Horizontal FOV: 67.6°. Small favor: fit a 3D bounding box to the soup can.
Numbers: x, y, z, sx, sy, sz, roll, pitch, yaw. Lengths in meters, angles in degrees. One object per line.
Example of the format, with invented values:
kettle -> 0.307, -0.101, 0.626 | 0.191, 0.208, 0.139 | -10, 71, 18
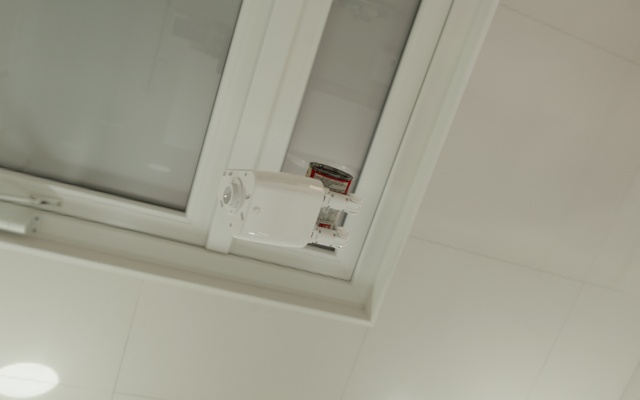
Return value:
soup can -> 0.000, 0.003, 0.708 | 0.068, 0.102, 0.068 | 18, 12, -4
